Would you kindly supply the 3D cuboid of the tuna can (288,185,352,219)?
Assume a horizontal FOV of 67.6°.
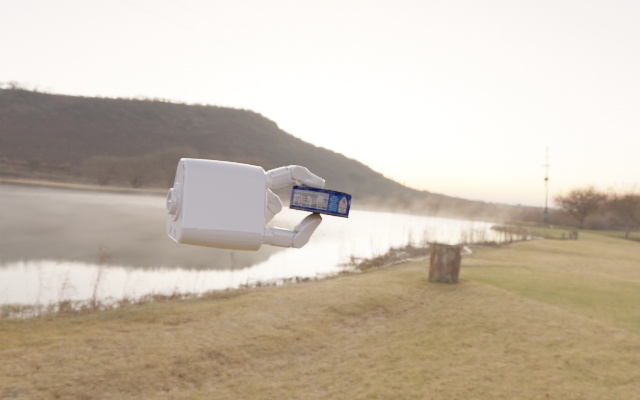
[{"bbox_3d":[0.000,0.002,0.667,0.086,0.034,0.086,9,-2,0],"label":"tuna can"}]
